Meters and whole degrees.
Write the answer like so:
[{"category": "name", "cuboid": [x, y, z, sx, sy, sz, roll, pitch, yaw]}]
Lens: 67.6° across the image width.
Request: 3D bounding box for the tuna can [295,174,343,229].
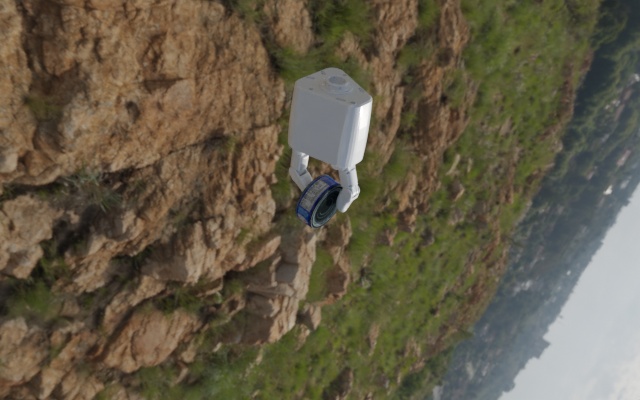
[{"category": "tuna can", "cuboid": [0.001, 0.003, 0.772, 0.033, 0.086, 0.086, 36, 16, 23]}]
